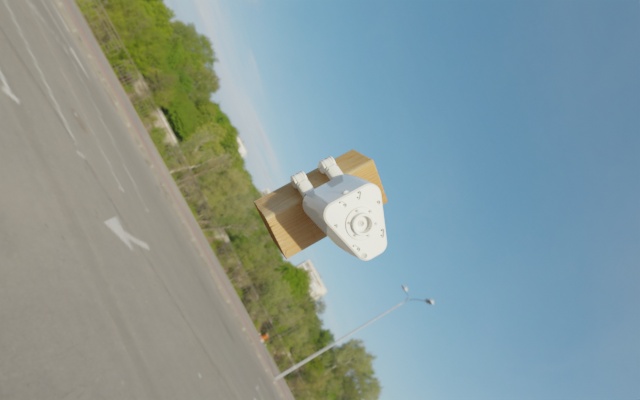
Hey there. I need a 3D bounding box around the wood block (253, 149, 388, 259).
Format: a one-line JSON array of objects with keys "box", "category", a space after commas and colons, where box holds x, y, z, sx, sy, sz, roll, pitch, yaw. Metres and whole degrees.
[{"box": [0.000, 0.003, 0.842, 0.206, 0.091, 0.090, -28, 27, -11], "category": "wood block"}]
